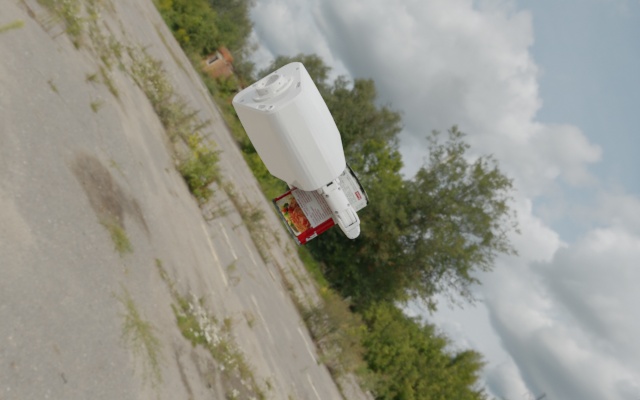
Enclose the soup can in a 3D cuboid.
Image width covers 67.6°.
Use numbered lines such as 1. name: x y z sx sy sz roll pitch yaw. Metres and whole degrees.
1. soup can: 0.001 0.002 0.594 0.102 0.068 0.068 -31 2 -3
